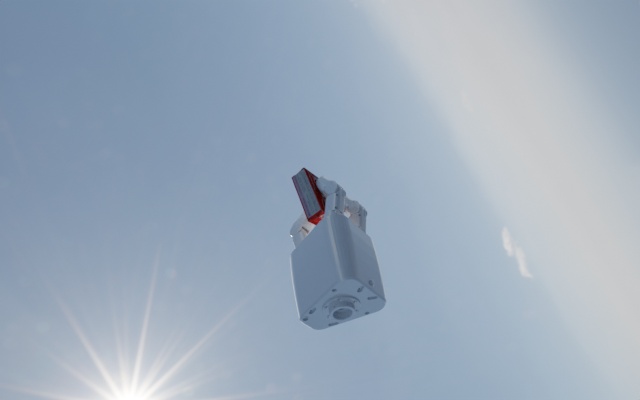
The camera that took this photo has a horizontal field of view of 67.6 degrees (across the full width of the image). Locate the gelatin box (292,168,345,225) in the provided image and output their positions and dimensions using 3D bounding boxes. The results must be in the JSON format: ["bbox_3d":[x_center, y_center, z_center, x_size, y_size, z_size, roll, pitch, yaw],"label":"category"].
[{"bbox_3d":[0.000,0.002,0.715,0.030,0.089,0.073,-37,-39,18],"label":"gelatin box"}]
